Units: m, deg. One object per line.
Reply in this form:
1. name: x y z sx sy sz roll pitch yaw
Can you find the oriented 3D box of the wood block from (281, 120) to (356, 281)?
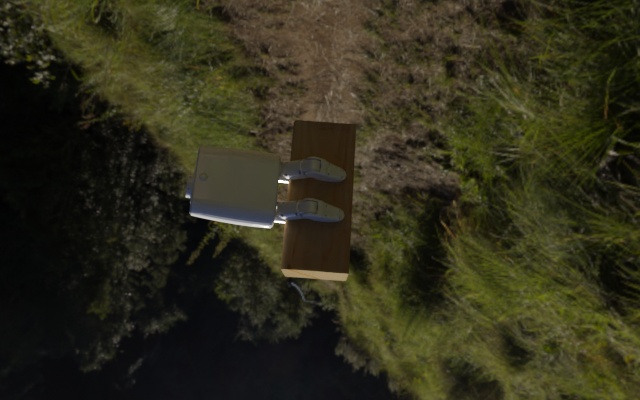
1. wood block: 0.000 0.002 0.672 0.090 0.206 0.091 4 -15 1
